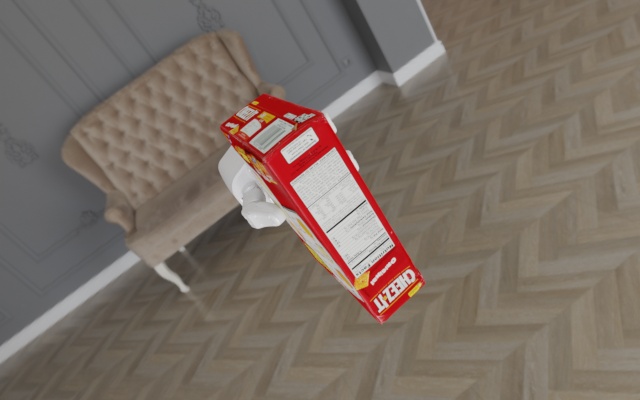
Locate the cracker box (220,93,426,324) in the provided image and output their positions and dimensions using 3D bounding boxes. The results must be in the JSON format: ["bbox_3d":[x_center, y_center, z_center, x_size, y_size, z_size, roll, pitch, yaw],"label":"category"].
[{"bbox_3d":[0.000,0.002,0.491,0.072,0.214,0.164,-39,28,-8],"label":"cracker box"}]
